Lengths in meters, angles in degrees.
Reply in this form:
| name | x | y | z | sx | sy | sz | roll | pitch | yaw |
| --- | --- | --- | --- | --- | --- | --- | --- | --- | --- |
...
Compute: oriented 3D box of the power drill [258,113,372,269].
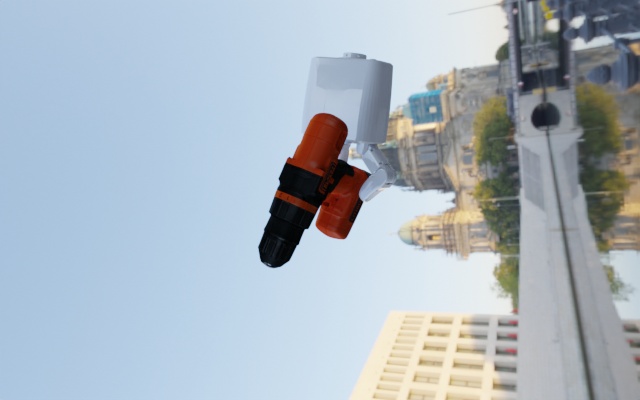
| name | x | y | z | sx | sy | sz | roll | pitch | yaw |
| --- | --- | --- | --- | --- | --- | --- | --- | --- | --- |
| power drill | 0.000 | 0.002 | 0.599 | 0.057 | 0.184 | 0.188 | 24 | -2 | 19 |
